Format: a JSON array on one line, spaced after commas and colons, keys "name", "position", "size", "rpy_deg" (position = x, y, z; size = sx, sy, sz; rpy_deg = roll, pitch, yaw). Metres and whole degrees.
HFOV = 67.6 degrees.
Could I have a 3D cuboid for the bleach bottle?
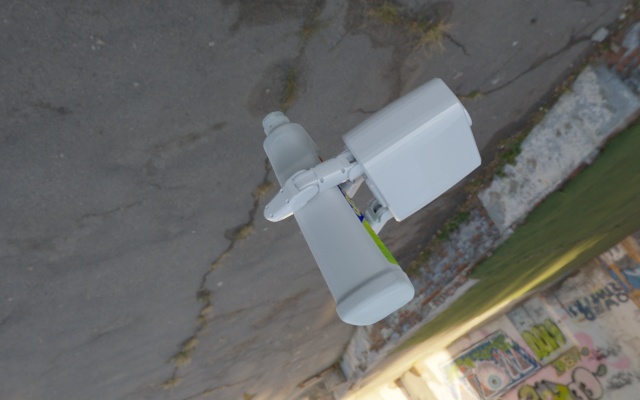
[{"name": "bleach bottle", "position": [0.000, 0.002, 0.491], "size": [0.068, 0.250, 0.102], "rpy_deg": [-34, -26, 7]}]
